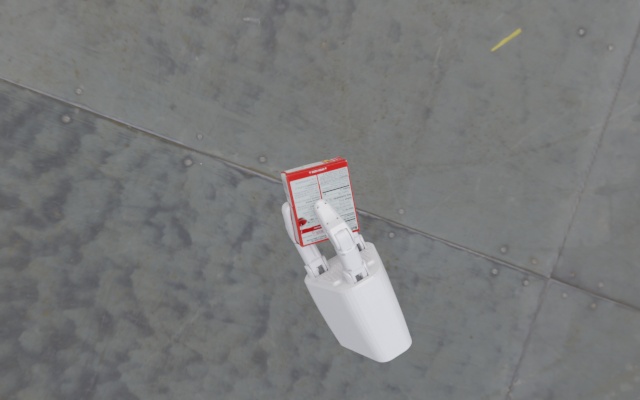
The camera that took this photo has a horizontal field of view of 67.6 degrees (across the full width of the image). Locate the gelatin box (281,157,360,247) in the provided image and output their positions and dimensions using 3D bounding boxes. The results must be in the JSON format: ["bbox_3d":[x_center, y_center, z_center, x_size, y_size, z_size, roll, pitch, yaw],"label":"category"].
[{"bbox_3d":[0.000,0.002,0.548,0.073,0.089,0.030,-16,17,-14],"label":"gelatin box"}]
